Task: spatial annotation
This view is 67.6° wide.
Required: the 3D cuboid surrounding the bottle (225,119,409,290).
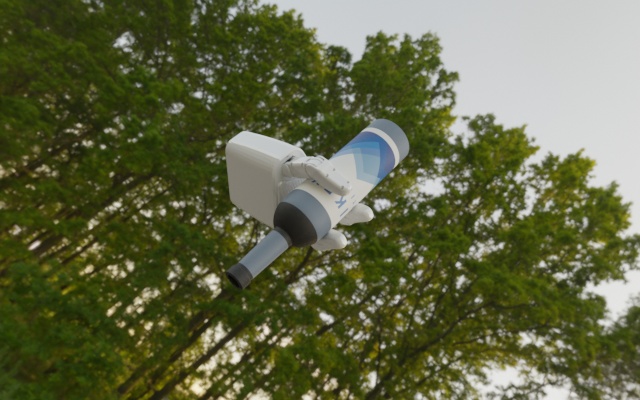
[{"bbox_3d":[0.000,0.002,0.594,0.295,0.069,0.069,-42,23,-28],"label":"bottle"}]
